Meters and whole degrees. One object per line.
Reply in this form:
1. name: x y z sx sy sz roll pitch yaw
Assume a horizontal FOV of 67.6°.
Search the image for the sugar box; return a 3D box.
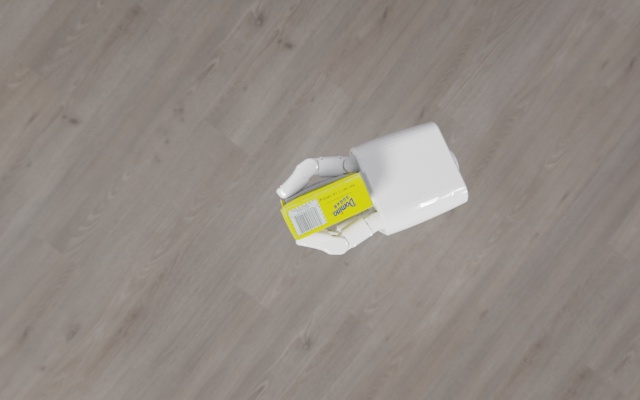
1. sugar box: 0.000 0.002 0.583 0.093 0.048 0.176 -24 3 -3
